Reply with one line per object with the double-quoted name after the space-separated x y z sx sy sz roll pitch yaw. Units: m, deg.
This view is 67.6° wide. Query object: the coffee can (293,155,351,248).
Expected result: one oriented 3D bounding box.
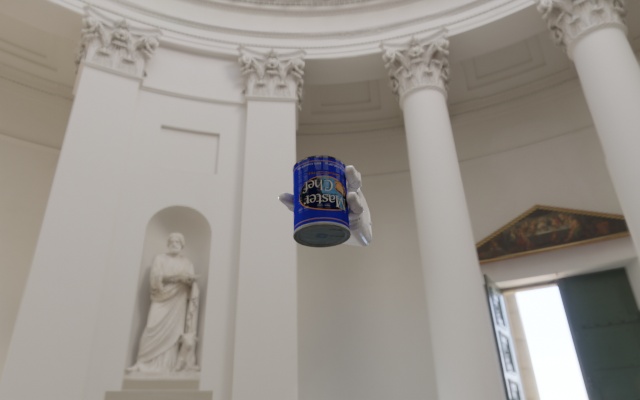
0.000 0.003 0.879 0.103 0.140 0.103 -2 -27 -1 "coffee can"
